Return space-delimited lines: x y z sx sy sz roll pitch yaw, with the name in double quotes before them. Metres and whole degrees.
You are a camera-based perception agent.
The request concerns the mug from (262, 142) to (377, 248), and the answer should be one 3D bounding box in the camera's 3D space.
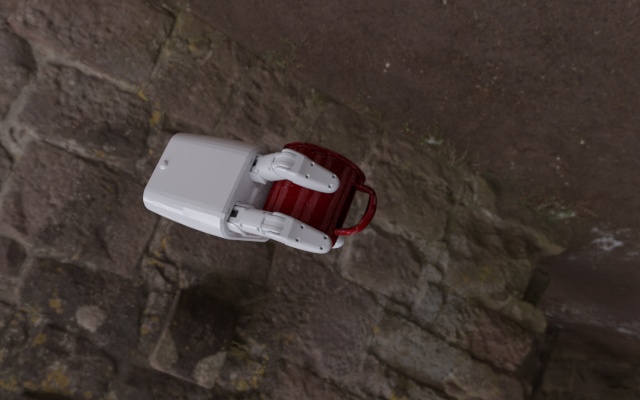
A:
"mug" 0.001 0.002 0.483 0.117 0.081 0.093 15 -18 24
